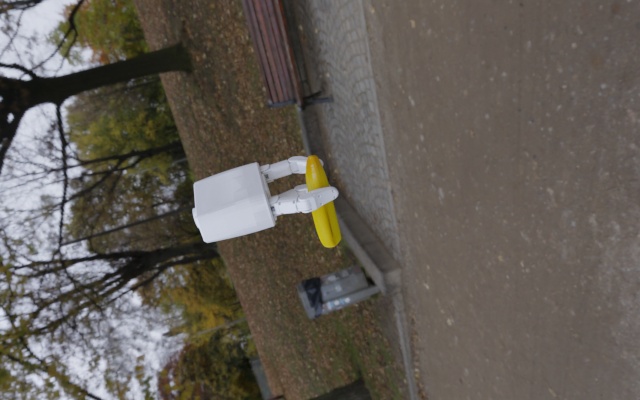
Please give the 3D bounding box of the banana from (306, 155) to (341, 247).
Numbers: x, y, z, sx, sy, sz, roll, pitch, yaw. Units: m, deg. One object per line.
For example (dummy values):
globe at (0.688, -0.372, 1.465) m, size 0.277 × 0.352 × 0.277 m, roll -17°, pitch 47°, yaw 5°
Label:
banana at (0.005, 0.018, 0.755) m, size 0.037 × 0.069 × 0.198 m, roll -16°, pitch -41°, yaw -1°
